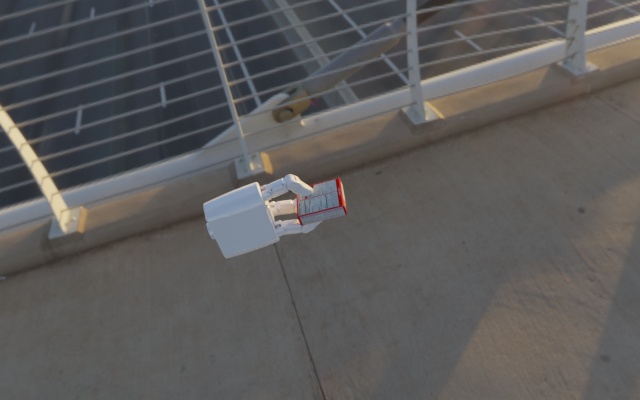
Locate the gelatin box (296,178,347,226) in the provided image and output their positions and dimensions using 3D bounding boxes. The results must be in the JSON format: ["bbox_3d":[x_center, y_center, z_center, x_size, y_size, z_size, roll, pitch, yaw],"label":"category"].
[{"bbox_3d":[0.000,0.002,0.881,0.089,0.073,0.030,-15,-45,9],"label":"gelatin box"}]
